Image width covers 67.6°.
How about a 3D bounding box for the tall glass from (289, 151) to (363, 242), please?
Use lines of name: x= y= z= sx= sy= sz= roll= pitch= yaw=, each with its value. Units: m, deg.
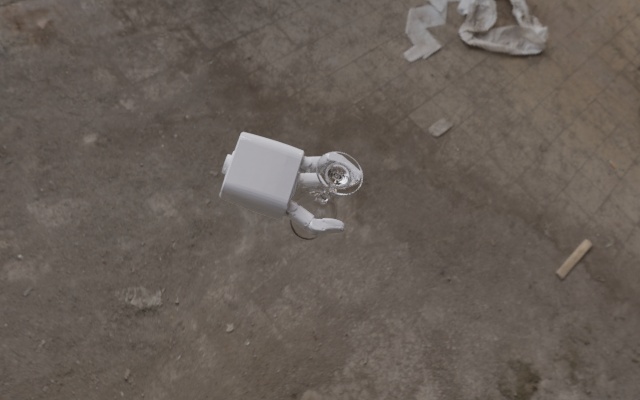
tall glass: x=0.000 y=0.002 z=0.795 sx=0.079 sy=0.079 sz=0.201 roll=0 pitch=-27 yaw=-18
